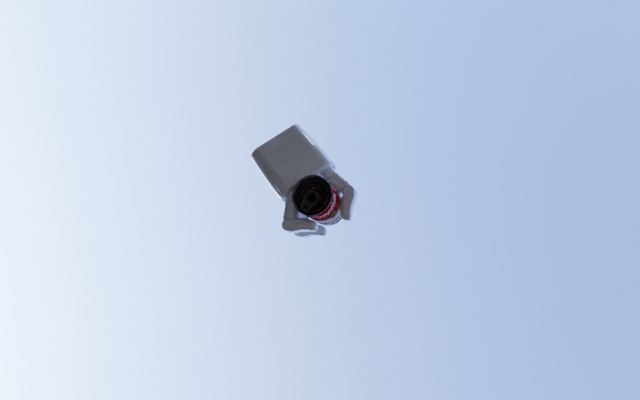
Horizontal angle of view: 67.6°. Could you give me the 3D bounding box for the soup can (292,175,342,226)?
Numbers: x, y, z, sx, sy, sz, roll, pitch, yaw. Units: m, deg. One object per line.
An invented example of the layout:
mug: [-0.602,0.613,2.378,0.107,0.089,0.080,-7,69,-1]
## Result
soup can: [0.001,0.003,0.813,0.068,0.068,0.102,0,-13,17]
